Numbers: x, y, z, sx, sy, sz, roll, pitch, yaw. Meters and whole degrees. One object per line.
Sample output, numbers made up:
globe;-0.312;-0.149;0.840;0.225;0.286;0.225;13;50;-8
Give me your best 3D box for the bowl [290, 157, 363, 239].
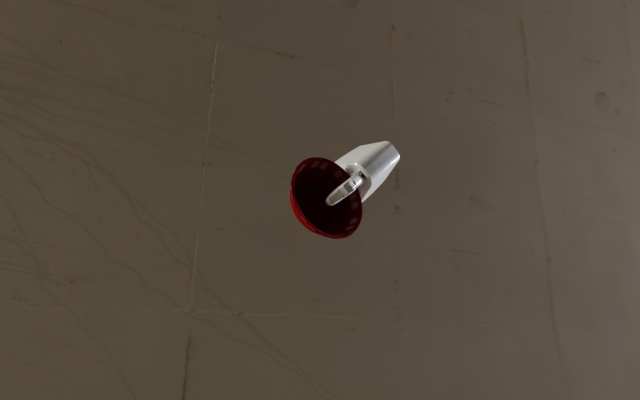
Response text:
bowl;-0.001;0.003;0.889;0.162;0.162;0.055;0;-22;-39
